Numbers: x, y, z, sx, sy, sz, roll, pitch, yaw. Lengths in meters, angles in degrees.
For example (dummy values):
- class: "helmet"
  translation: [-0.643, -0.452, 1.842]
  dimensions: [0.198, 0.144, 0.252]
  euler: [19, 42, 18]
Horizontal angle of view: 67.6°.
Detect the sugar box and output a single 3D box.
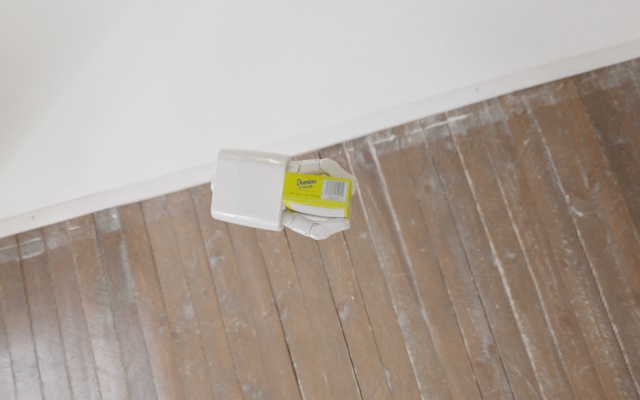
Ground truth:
- class: "sugar box"
  translation: [0.000, 0.002, 0.721]
  dimensions: [0.093, 0.048, 0.176]
  euler: [8, -9, 4]
